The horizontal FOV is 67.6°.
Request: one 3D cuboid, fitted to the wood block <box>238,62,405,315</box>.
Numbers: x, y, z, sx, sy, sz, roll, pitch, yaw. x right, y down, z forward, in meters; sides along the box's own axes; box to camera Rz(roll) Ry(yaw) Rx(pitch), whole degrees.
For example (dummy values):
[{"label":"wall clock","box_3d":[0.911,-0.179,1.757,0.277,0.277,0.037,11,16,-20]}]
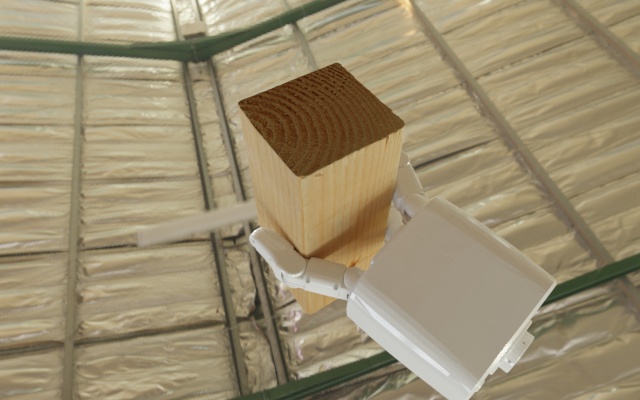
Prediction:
[{"label":"wood block","box_3d":[0.000,0.002,0.416,0.091,0.090,0.206,-27,-33,-19]}]
